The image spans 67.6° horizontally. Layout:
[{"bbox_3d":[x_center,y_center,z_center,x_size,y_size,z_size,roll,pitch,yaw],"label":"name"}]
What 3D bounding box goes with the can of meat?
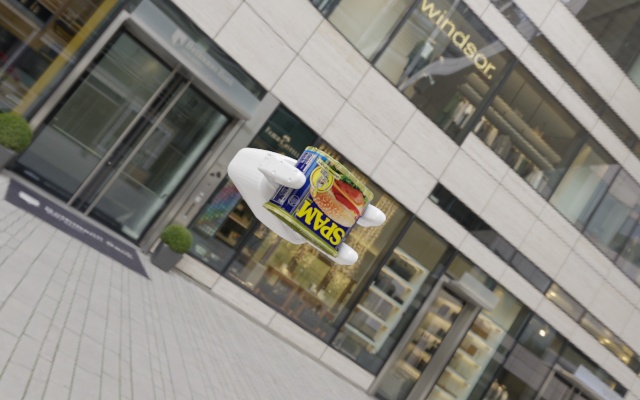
[{"bbox_3d":[0.000,0.001,0.537,0.102,0.084,0.057,40,-10,-32],"label":"can of meat"}]
